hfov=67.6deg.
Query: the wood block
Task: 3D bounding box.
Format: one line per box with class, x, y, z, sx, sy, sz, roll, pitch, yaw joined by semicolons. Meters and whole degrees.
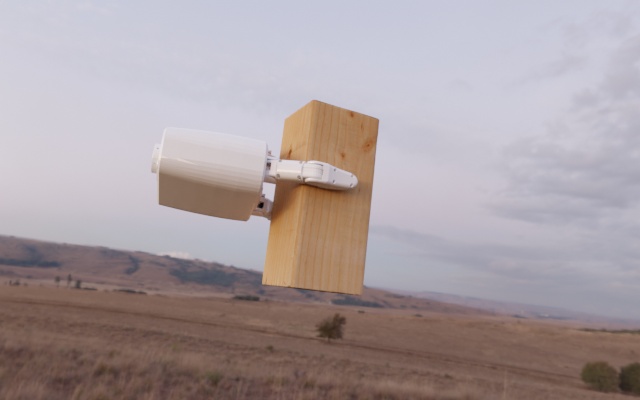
wood block;0.000;0.002;0.562;0.090;0.206;0.091;12;-12;-25
